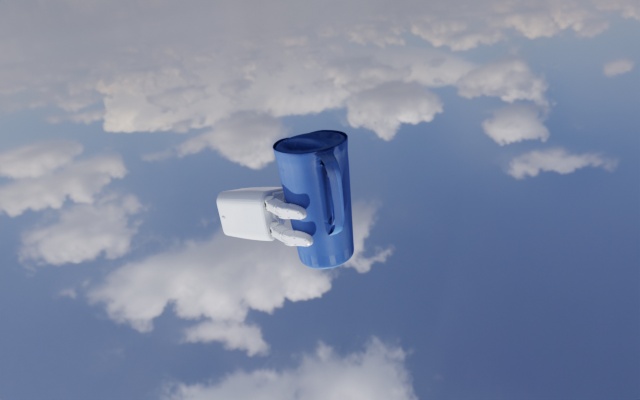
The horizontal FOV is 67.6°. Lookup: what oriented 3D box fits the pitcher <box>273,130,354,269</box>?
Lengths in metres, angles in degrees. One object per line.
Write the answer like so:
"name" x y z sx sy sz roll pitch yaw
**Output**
"pitcher" 0.000 0.003 0.870 0.145 0.243 0.149 2 25 24
